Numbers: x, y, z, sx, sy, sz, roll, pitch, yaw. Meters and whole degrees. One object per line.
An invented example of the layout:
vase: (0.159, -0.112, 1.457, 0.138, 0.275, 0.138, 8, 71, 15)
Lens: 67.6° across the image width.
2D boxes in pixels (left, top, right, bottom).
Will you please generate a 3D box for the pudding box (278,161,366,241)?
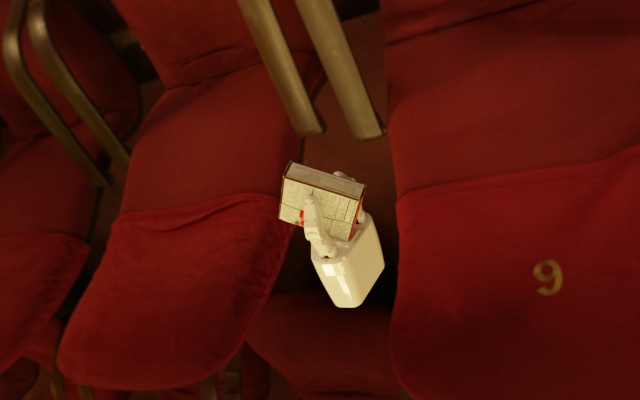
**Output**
pudding box: (0.000, 0.002, 0.673, 0.113, 0.090, 0.039, 17, 45, 4)
